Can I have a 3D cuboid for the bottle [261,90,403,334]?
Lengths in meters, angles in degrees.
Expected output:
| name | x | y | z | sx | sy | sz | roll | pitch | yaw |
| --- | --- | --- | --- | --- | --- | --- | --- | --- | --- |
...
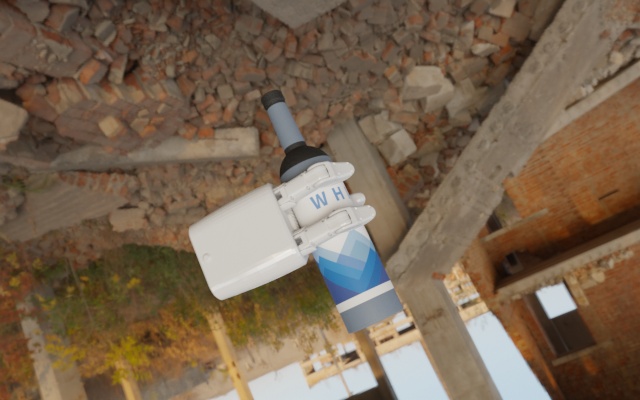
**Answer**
| name | x | y | z | sx | sy | sz | roll | pitch | yaw |
| --- | --- | --- | --- | --- | --- | --- | --- | --- | --- |
| bottle | 0.000 | 0.002 | 0.553 | 0.069 | 0.295 | 0.069 | -24 | -13 | -6 |
